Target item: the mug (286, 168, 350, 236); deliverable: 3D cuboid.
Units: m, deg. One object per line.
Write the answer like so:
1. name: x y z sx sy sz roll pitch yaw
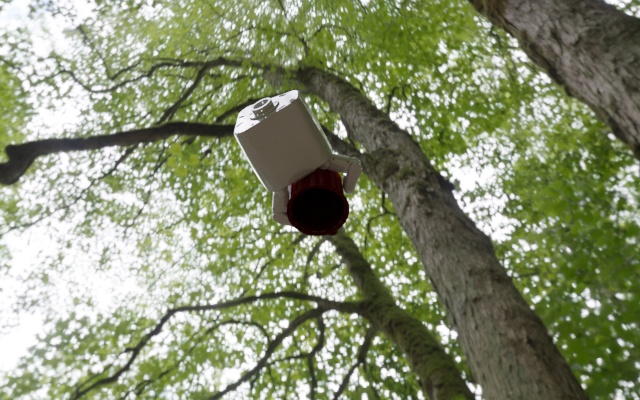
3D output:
1. mug: 0.001 0.003 0.740 0.093 0.117 0.081 -22 32 12
